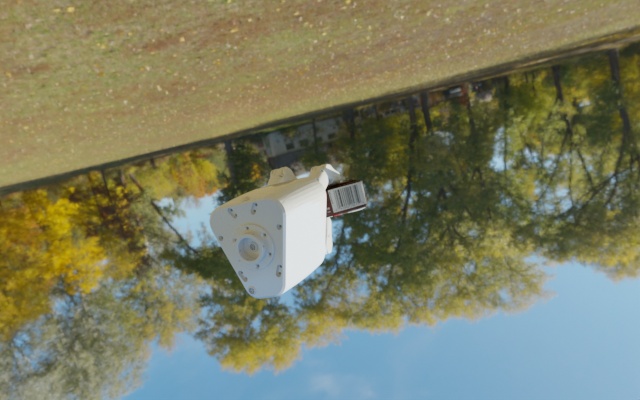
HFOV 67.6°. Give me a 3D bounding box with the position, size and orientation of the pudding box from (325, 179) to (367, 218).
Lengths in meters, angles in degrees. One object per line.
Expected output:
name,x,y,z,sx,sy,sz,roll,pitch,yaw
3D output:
pudding box,0.000,0.002,0.650,0.113,0.039,0.090,-13,6,-5
